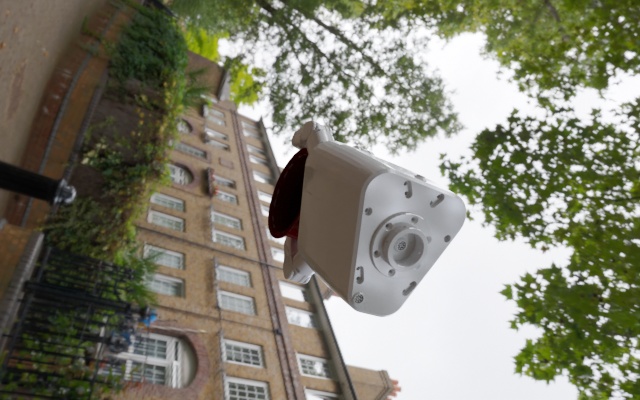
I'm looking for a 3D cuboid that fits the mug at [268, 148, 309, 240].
[{"bbox_3d":[0.000,0.001,0.491,0.081,0.093,0.117,20,9,-24],"label":"mug"}]
